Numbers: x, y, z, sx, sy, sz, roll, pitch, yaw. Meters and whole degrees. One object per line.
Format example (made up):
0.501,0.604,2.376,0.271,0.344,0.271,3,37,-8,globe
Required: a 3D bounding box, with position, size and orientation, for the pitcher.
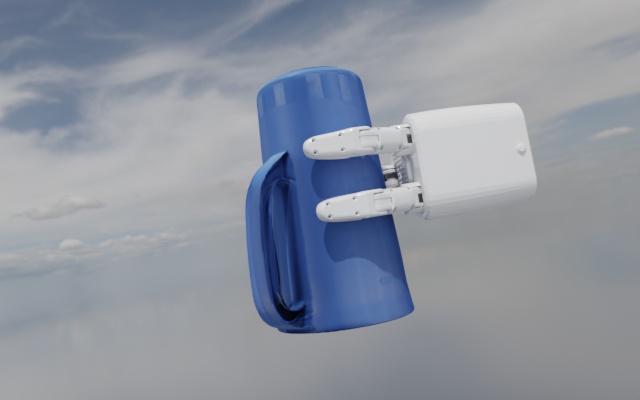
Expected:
0.000,0.001,0.462,0.145,0.243,0.149,-9,-5,-5,pitcher
